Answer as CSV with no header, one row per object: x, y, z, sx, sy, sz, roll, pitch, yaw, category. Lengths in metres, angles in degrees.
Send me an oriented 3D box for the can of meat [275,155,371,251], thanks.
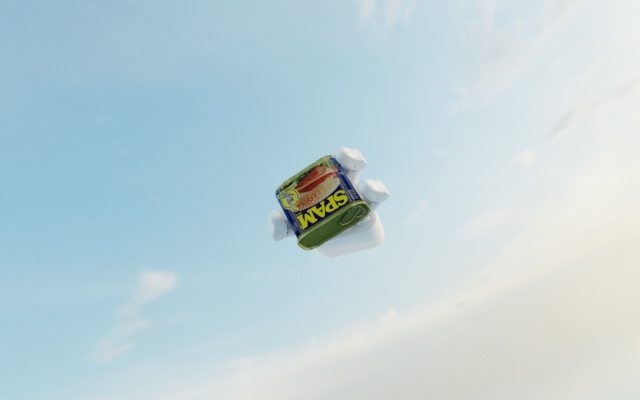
0.000,0.002,0.625,0.102,0.084,0.057,-32,-26,6,can of meat
